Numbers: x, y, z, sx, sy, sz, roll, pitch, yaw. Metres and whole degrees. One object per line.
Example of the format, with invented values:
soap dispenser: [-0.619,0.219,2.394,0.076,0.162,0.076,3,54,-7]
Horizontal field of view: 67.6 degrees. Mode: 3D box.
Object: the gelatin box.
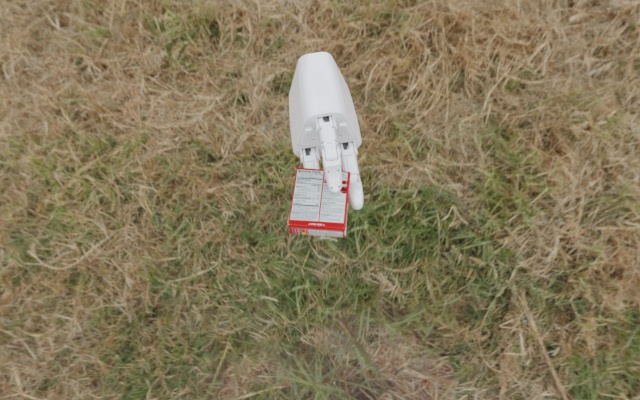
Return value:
gelatin box: [0.000,0.002,0.625,0.073,0.089,0.030,4,-29,5]
